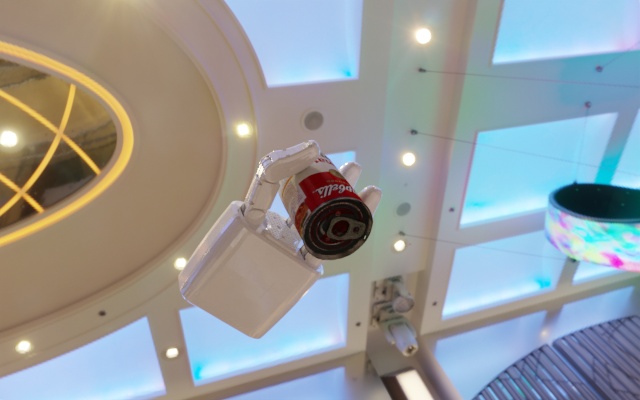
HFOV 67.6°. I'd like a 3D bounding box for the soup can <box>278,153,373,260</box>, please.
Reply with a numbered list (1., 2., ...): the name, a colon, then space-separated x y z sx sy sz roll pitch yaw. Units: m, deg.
1. soup can: 0.000 0.001 0.469 0.068 0.068 0.102 0 31 -22
